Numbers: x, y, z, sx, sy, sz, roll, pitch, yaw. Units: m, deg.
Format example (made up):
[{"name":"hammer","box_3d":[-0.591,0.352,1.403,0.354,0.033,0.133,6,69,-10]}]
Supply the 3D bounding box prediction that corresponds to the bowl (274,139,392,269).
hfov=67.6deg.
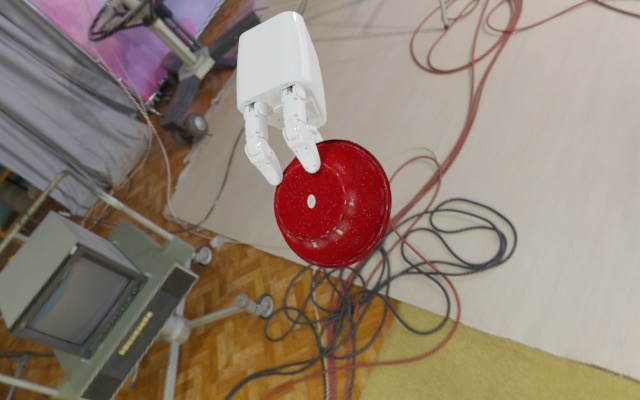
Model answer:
[{"name":"bowl","box_3d":[0.000,0.003,0.570,0.162,0.162,0.055,0,-4,29]}]
